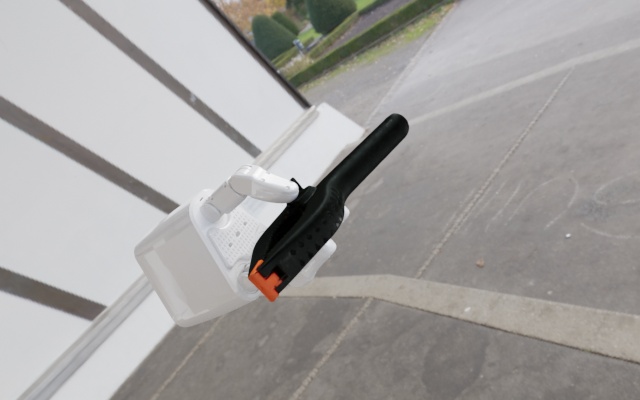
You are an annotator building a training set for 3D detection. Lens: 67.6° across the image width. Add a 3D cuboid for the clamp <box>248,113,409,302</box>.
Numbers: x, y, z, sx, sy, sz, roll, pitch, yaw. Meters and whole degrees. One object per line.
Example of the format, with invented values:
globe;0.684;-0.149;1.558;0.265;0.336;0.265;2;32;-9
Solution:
clamp;-0.001;0.001;0.426;0.164;0.036;0.210;-33;17;32
